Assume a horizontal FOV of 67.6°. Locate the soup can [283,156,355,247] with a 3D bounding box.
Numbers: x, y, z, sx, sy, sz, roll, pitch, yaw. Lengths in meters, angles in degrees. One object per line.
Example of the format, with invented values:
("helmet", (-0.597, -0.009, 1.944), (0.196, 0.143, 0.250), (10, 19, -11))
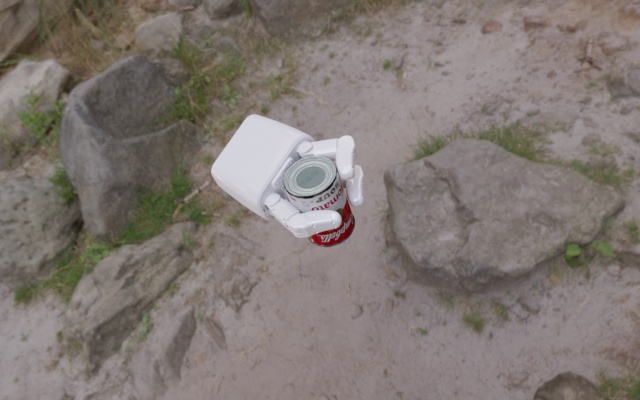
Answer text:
("soup can", (0.000, 0.002, 0.594), (0.068, 0.068, 0.102), (0, -39, 19))
